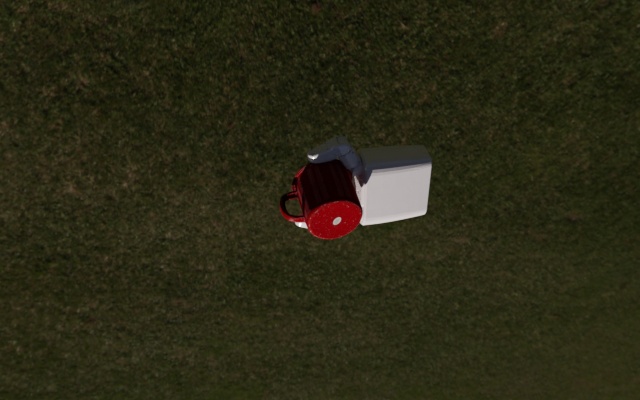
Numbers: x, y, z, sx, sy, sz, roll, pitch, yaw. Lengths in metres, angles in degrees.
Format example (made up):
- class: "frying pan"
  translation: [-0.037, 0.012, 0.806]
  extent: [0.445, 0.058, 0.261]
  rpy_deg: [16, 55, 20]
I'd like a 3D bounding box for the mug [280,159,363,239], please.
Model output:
- class: "mug"
  translation: [-0.001, 0.003, 0.682]
  extent: [0.117, 0.093, 0.081]
  rpy_deg: [-9, 46, -10]
